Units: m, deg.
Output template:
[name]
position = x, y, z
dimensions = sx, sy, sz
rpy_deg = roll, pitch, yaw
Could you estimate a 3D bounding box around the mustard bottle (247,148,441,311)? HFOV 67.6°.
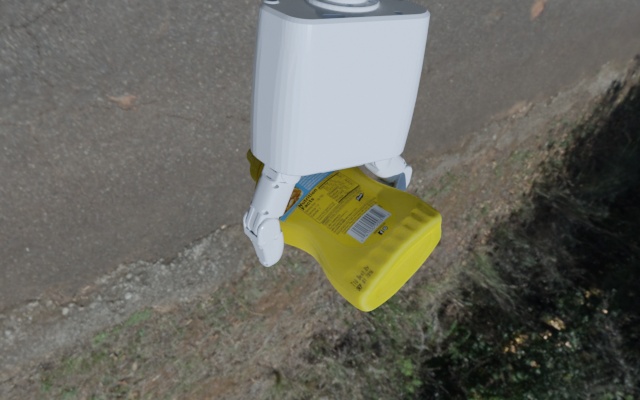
[mustard bottle]
position = 0.000, 0.002, 0.410
dimensions = 0.191, 0.096, 0.058
rpy_deg = 36, -19, 32
